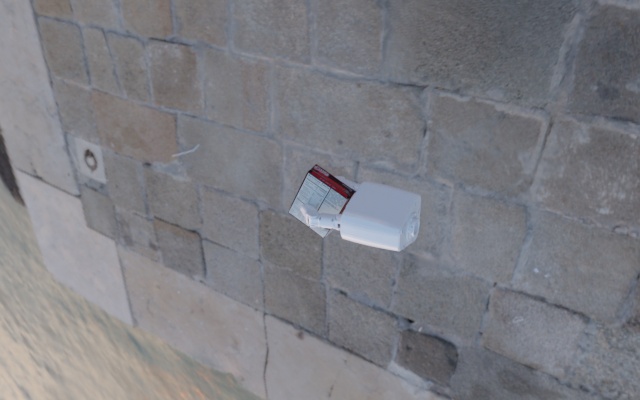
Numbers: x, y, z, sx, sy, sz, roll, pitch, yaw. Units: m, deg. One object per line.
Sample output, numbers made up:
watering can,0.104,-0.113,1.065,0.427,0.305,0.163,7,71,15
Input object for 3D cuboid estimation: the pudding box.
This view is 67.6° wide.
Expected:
pudding box,0.000,0.003,0.877,0.090,0.113,0.039,36,38,8
